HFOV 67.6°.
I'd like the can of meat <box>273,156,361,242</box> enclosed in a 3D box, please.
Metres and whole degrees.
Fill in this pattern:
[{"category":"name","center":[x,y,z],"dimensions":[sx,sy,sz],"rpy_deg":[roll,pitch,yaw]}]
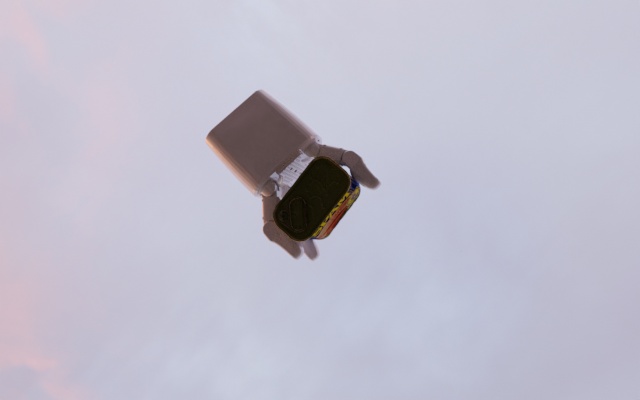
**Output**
[{"category":"can of meat","center":[0.000,0.002,0.590],"dimensions":[0.057,0.102,0.084],"rpy_deg":[40,6,16]}]
